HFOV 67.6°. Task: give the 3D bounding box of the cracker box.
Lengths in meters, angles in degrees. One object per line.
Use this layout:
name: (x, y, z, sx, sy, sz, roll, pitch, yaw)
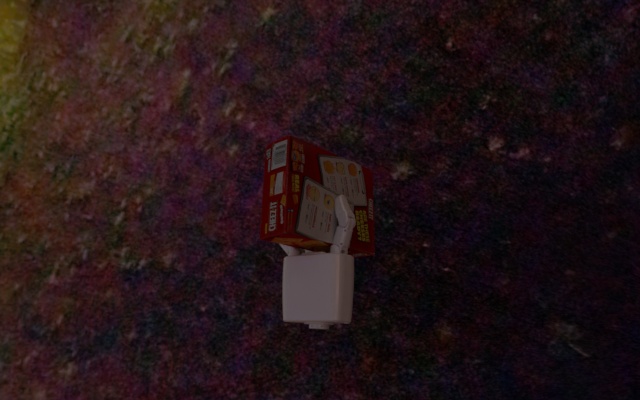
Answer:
cracker box: (0.000, 0.003, 0.819, 0.072, 0.164, 0.214, -16, -24, 42)
